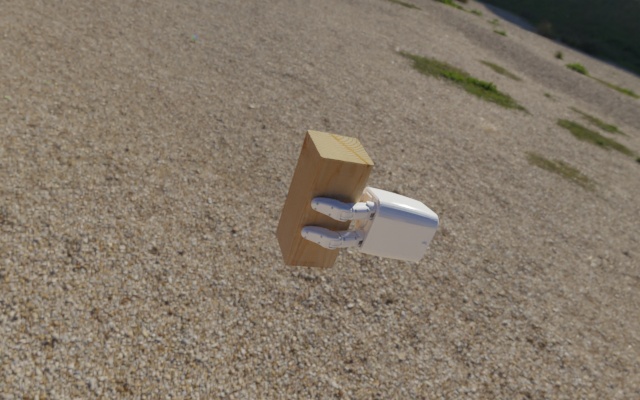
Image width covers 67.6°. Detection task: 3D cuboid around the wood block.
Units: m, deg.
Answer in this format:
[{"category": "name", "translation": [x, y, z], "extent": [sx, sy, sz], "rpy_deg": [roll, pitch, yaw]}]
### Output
[{"category": "wood block", "translation": [0.000, 0.002, 0.779], "extent": [0.090, 0.206, 0.090], "rpy_deg": [7, 32, -21]}]
